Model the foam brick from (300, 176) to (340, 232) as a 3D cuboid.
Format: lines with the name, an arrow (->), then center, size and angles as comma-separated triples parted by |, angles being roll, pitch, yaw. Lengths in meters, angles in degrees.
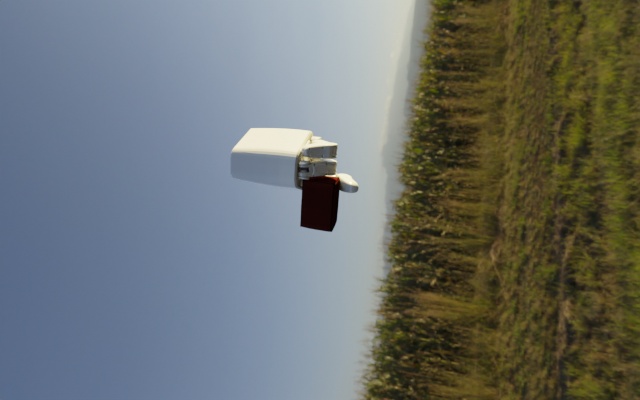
foam brick -> 0.000, 0.003, 0.751 | 0.051, 0.078, 0.053 | 6, 15, 9
